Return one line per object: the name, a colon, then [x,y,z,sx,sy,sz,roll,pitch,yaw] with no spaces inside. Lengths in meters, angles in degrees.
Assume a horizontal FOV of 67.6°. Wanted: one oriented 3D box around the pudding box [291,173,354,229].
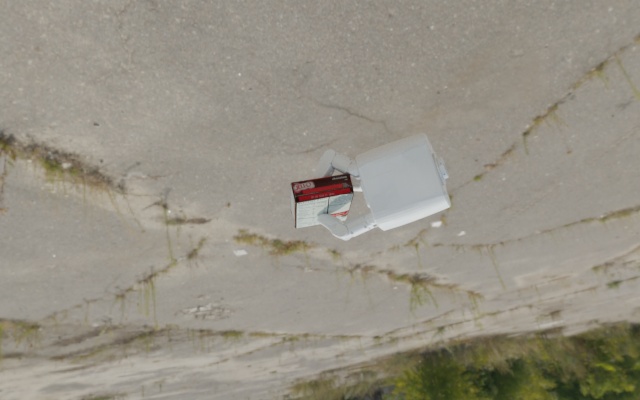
pudding box: [0.000,0.003,0.741,0.090,0.039,0.113,-9,-24,-7]
